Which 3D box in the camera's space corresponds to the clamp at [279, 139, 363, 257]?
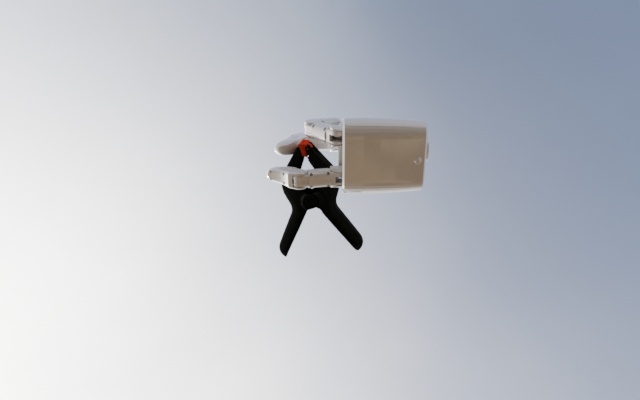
[{"bbox_3d":[0.000,0.002,0.662,0.120,0.171,0.039,0,23,1],"label":"clamp"}]
